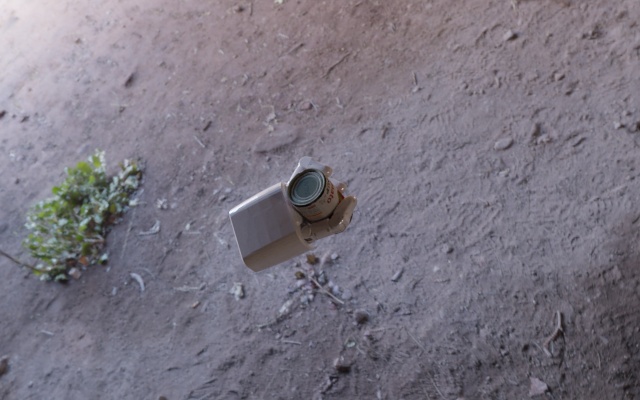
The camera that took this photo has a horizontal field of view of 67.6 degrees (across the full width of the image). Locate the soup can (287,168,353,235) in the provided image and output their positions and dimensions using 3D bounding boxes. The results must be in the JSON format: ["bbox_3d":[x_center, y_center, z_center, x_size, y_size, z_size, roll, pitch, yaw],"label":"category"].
[{"bbox_3d":[0.000,0.002,0.748,0.068,0.068,0.102,0,-28,30],"label":"soup can"}]
